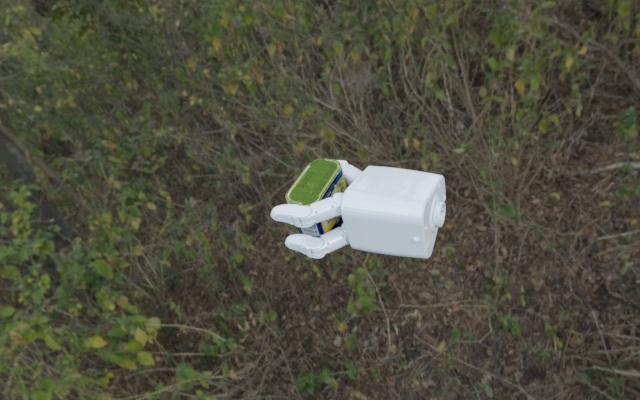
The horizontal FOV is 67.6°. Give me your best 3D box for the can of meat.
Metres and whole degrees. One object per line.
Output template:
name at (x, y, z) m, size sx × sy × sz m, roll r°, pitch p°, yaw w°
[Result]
can of meat at (0.000, 0.002, 0.676) m, size 0.057 × 0.084 × 0.102 m, roll 10°, pitch 48°, yaw 28°
